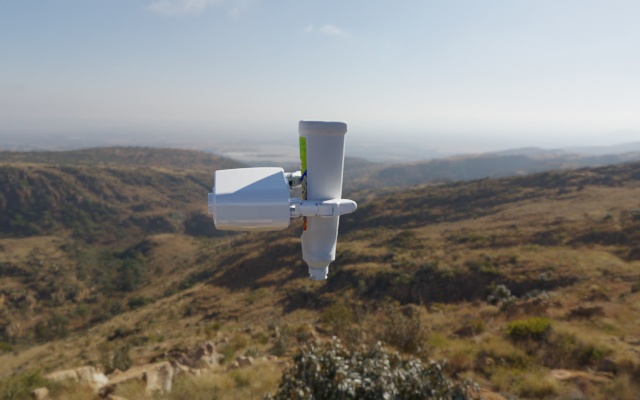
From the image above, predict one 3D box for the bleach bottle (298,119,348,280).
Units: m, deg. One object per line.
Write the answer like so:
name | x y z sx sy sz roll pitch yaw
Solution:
bleach bottle | 0.000 0.002 0.740 0.068 0.251 0.102 -1 11 -11
